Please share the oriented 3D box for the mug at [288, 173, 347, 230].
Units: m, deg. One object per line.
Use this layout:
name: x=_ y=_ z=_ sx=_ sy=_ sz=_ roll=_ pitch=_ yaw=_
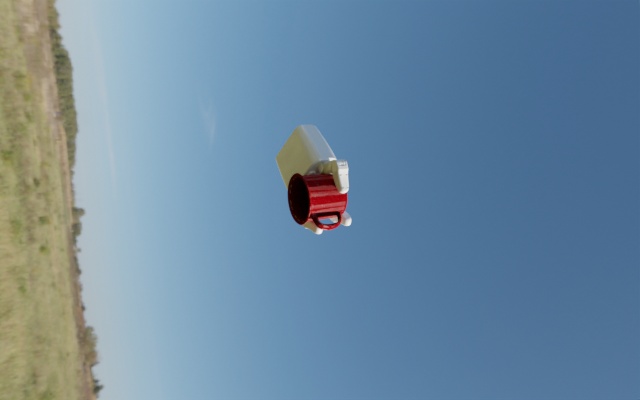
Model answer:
mug: x=0.001 y=0.004 z=0.861 sx=0.081 sy=0.117 sz=0.093 roll=-6 pitch=-38 yaw=-28
